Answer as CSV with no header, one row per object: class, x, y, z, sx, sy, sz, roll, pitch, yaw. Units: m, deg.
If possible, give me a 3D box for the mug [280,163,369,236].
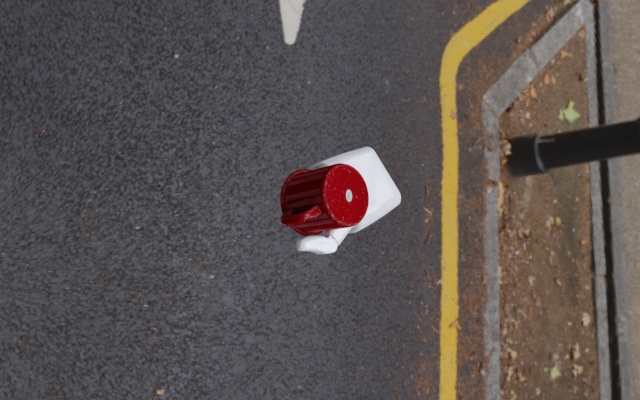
mug,-0.001,0.002,0.611,0.117,0.093,0.081,-28,11,-40
